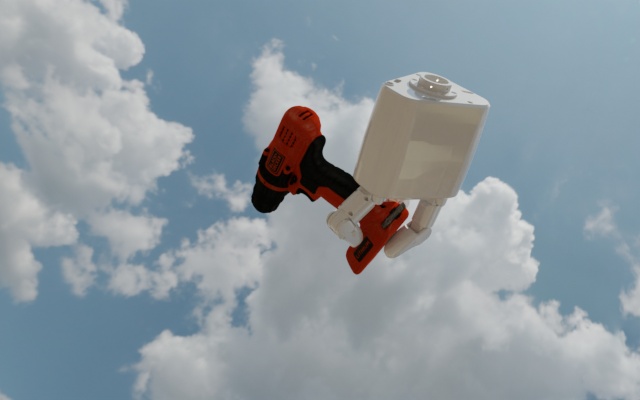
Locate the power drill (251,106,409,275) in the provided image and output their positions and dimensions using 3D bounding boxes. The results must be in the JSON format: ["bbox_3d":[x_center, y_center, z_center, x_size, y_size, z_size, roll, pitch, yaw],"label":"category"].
[{"bbox_3d":[0.001,0.002,0.584,0.057,0.187,0.184,-43,-11,-39],"label":"power drill"}]
